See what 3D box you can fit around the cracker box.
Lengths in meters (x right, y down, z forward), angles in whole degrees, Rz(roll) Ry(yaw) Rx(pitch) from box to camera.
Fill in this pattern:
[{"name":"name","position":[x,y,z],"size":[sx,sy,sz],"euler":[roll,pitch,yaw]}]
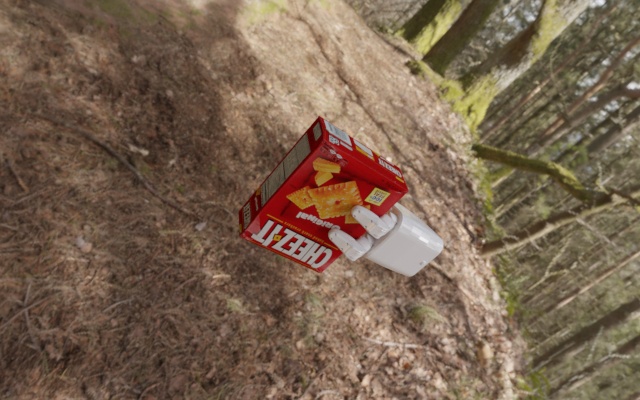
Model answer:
[{"name":"cracker box","position":[0.000,0.002,0.732],"size":[0.164,0.214,0.072],"euler":[29,29,-27]}]
